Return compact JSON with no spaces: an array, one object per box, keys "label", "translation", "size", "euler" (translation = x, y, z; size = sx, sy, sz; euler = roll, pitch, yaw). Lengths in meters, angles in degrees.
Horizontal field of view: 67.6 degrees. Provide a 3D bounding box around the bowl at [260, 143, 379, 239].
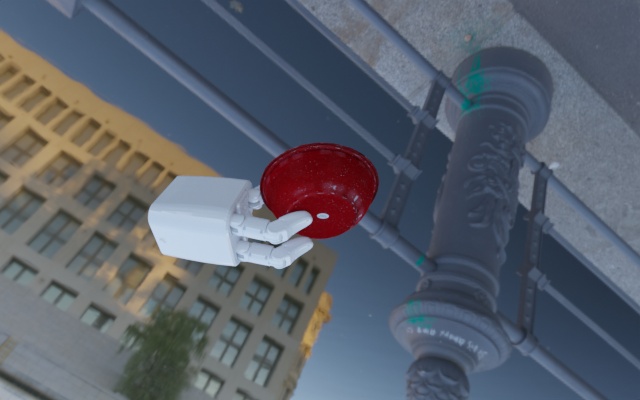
[{"label":"bowl","translation":[0.001,0.002,0.629],"size":[0.162,0.055,0.162],"euler":[-2,-42,-2]}]
